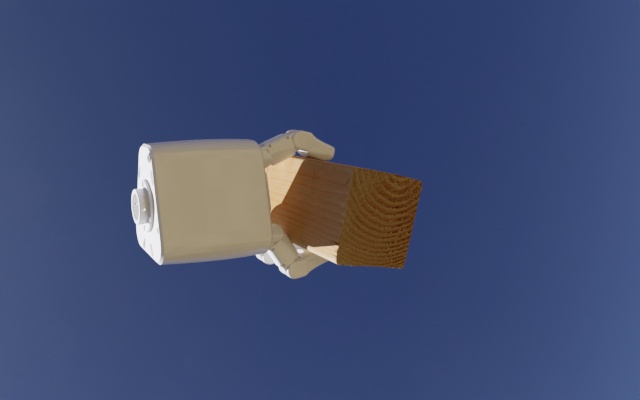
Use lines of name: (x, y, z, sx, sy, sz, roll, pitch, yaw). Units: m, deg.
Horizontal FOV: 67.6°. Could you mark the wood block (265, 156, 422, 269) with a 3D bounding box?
wood block: (0.000, 0.001, 0.527, 0.090, 0.091, 0.206, 8, 5, -35)
